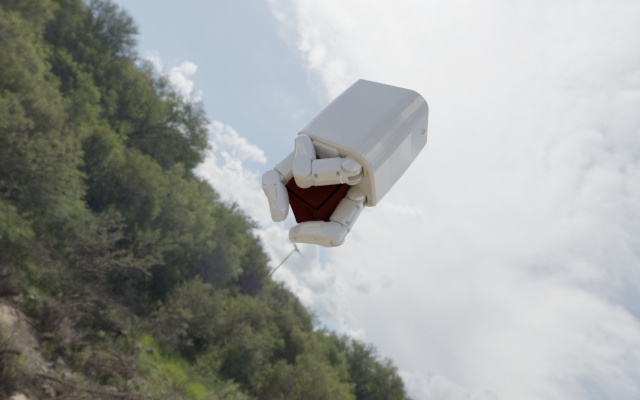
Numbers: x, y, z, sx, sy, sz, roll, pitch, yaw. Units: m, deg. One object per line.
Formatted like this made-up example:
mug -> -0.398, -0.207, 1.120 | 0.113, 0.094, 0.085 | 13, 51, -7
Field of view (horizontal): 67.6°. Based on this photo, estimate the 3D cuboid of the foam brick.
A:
foam brick -> 0.000, 0.002, 0.541 | 0.053, 0.051, 0.078 | 34, -21, 26
